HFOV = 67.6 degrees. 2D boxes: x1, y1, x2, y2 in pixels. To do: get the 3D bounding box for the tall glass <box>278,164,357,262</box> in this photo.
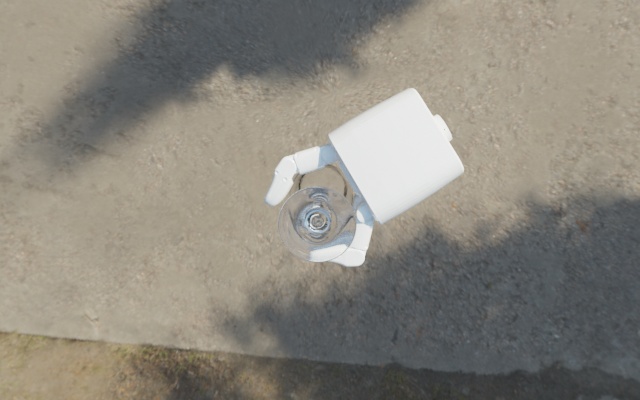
[{"bbox_3d":[0.000,0.002,0.544,0.079,0.079,0.201,0,12,1],"label":"tall glass"}]
